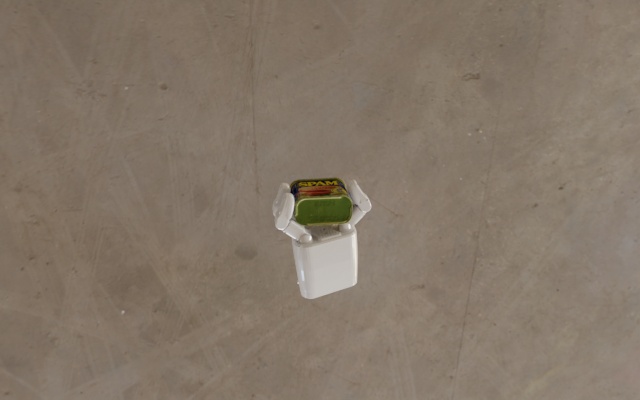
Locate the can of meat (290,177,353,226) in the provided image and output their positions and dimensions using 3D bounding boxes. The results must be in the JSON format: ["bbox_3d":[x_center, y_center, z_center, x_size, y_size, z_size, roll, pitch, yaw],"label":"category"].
[{"bbox_3d":[0.000,0.003,0.810,0.102,0.057,0.084,-3,22,-7],"label":"can of meat"}]
